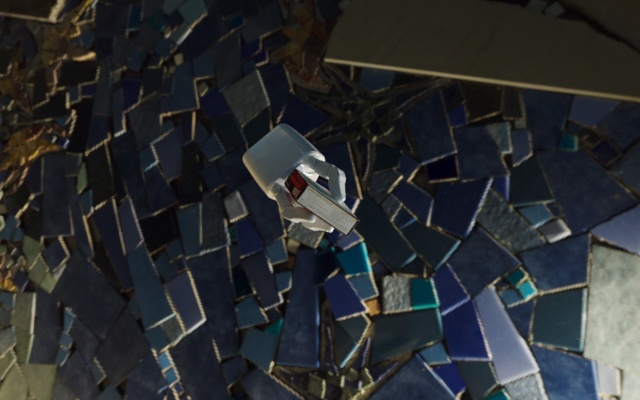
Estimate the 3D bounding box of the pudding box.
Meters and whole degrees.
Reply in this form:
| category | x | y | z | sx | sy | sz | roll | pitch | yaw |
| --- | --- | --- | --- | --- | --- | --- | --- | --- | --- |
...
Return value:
| category | x | y | z | sx | sy | sz | roll | pitch | yaw |
| --- | --- | --- | --- | --- | --- | --- | --- | --- | --- |
| pudding box | 0.000 | 0.002 | 0.777 | 0.113 | 0.039 | 0.090 | 33 | 9 | -24 |
